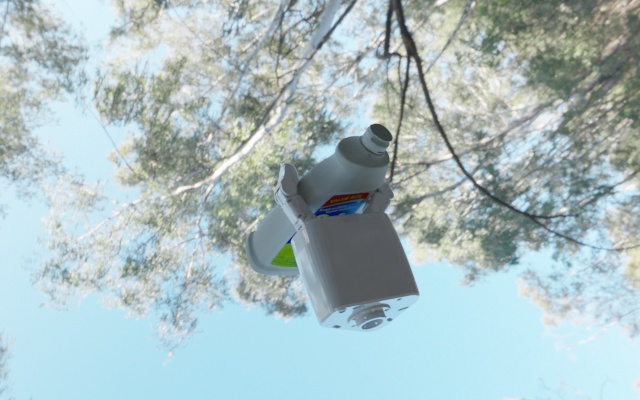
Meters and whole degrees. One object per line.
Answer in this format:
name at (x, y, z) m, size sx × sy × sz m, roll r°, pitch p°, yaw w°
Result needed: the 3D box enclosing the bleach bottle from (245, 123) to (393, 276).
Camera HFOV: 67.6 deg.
bleach bottle at (0.000, 0.002, 0.590) m, size 0.102 × 0.068 × 0.251 m, roll 7°, pitch -42°, yaw -32°
